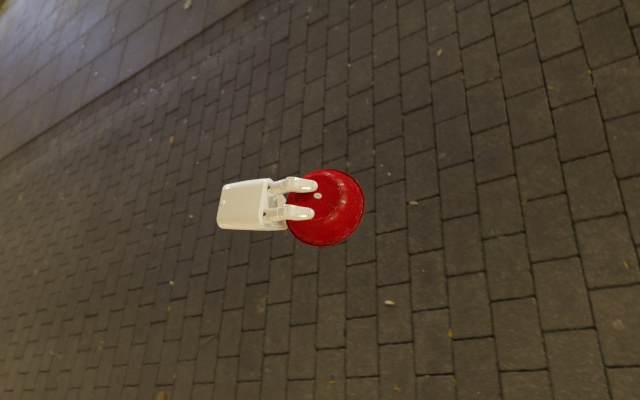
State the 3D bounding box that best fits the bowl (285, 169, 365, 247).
[{"bbox_3d":[0.001,0.002,0.898,0.162,0.162,0.055,0,-22,16],"label":"bowl"}]
